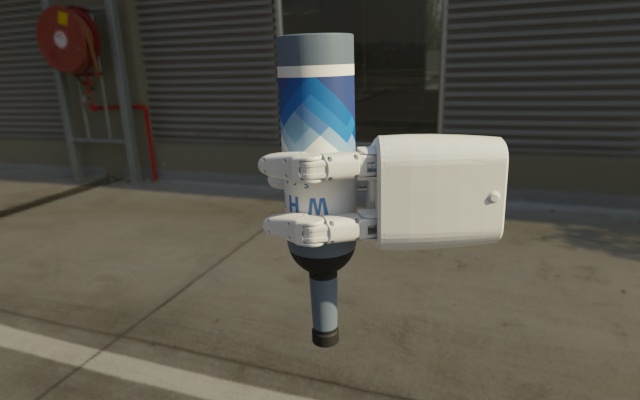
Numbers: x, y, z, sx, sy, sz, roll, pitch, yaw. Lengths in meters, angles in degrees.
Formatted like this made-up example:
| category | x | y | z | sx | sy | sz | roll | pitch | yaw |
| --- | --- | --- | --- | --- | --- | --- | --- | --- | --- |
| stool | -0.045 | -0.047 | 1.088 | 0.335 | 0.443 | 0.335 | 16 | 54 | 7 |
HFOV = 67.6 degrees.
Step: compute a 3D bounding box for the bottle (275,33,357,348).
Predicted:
| category | x | y | z | sx | sy | sz | roll | pitch | yaw |
| --- | --- | --- | --- | --- | --- | --- | --- | --- | --- |
| bottle | 0.000 | 0.001 | 0.446 | 0.069 | 0.296 | 0.069 | -2 | 16 | 1 |
